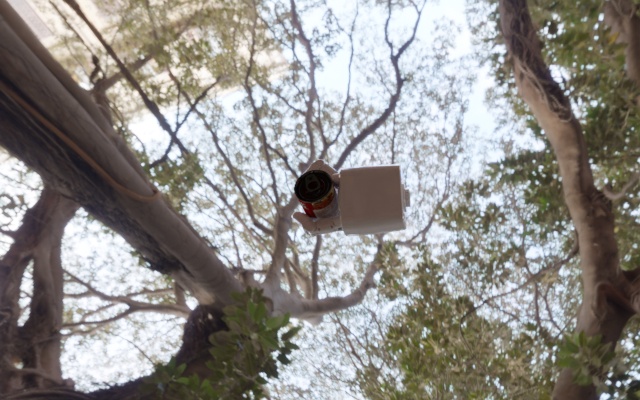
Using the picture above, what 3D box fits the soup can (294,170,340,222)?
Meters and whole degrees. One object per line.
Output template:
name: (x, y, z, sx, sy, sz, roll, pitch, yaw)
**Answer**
soup can: (0.000, 0.003, 0.845, 0.068, 0.068, 0.102, 0, -34, 18)
